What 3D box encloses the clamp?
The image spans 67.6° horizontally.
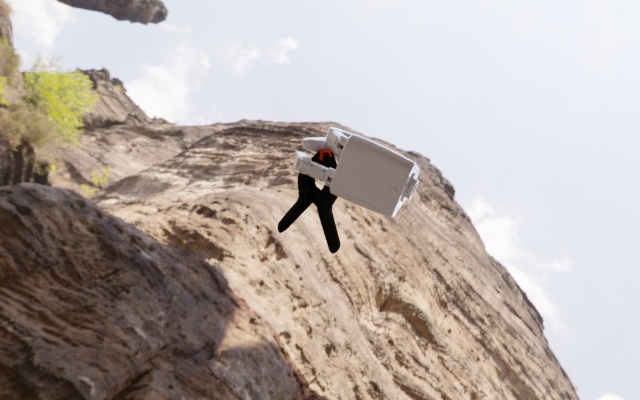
[{"bbox_3d":[0.000,0.002,0.796,0.120,0.171,0.039,26,21,16],"label":"clamp"}]
